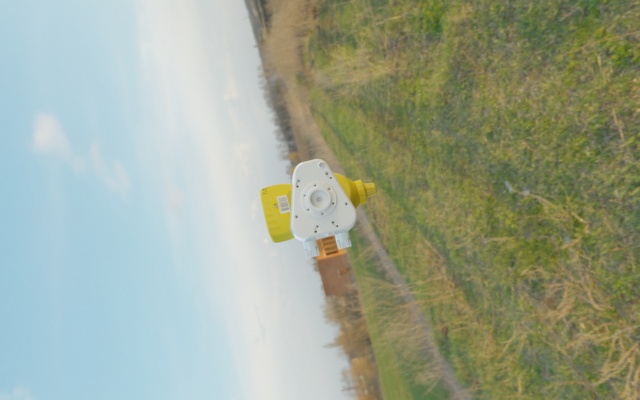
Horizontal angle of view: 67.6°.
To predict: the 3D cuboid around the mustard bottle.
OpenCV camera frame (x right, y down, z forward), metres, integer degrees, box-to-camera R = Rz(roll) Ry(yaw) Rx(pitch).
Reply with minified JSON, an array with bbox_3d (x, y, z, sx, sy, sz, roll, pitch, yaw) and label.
[{"bbox_3d":[0.000,0.003,0.802,0.191,0.096,0.058,-15,-29,-2],"label":"mustard bottle"}]
